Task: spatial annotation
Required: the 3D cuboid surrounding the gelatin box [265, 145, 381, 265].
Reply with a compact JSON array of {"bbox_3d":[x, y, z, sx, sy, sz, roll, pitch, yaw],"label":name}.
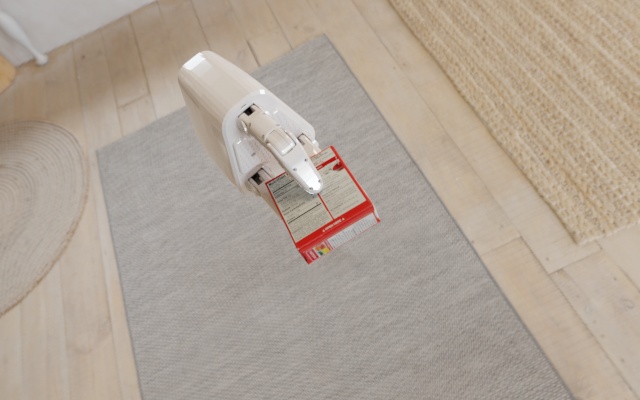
[{"bbox_3d":[0.000,0.001,0.424,0.073,0.089,0.030,-31,-41,0],"label":"gelatin box"}]
